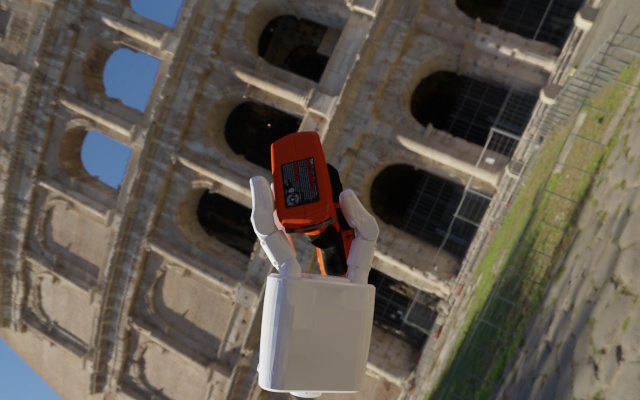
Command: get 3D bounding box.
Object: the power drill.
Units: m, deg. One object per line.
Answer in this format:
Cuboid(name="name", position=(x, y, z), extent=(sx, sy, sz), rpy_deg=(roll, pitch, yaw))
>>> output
Cuboid(name="power drill", position=(0.000, 0.002, 0.554), extent=(0.057, 0.184, 0.188), rpy_deg=(-16, -29, 9))
